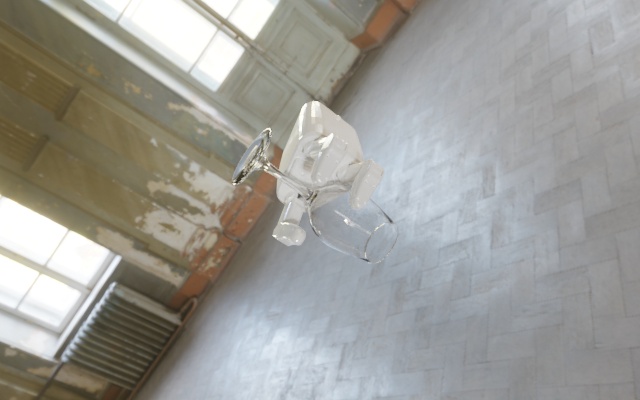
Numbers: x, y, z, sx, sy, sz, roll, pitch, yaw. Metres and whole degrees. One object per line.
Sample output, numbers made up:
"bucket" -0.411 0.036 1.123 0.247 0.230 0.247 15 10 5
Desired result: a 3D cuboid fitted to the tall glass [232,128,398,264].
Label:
"tall glass" 0.000 0.002 0.565 0.201 0.079 0.079 34 -14 -22
